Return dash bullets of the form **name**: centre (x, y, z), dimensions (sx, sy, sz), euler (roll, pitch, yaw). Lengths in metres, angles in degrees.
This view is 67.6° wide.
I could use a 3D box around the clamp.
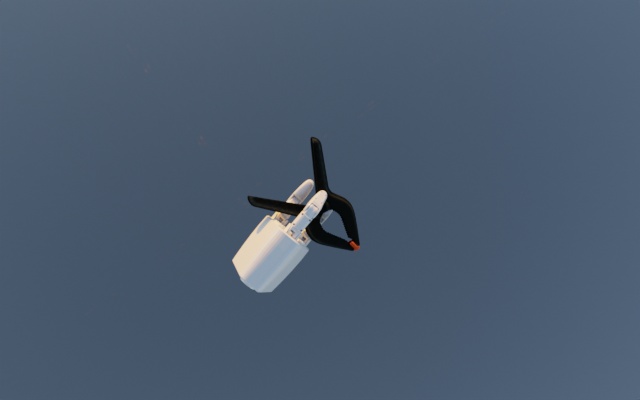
- **clamp**: centre (0.000, 0.003, 0.848), dimensions (0.210, 0.164, 0.036), euler (40, -2, -6)
